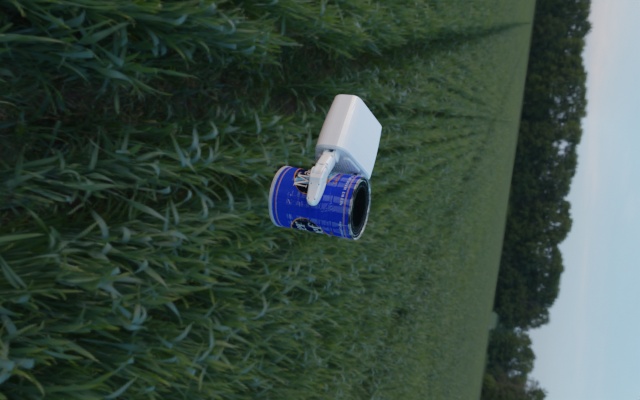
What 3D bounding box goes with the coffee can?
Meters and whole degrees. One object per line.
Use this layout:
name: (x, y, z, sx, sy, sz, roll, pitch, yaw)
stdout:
coffee can: (0.000, 0.003, 0.781, 0.140, 0.103, 0.103, 9, 3, 21)
